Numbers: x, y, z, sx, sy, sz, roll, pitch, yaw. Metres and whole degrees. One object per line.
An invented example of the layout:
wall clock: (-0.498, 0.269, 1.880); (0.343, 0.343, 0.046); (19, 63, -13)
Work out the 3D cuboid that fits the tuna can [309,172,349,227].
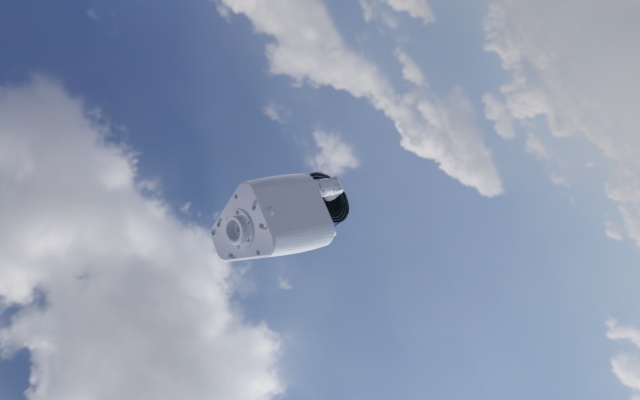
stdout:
tuna can: (0.000, 0.003, 0.717); (0.086, 0.086, 0.034); (0, -28, -44)
